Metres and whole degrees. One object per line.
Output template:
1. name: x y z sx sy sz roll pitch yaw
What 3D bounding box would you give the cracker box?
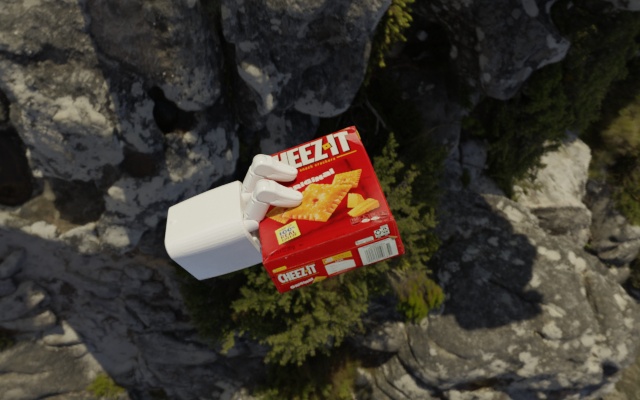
1. cracker box: 0.000 0.002 0.642 0.164 0.072 0.213 -19 41 4
